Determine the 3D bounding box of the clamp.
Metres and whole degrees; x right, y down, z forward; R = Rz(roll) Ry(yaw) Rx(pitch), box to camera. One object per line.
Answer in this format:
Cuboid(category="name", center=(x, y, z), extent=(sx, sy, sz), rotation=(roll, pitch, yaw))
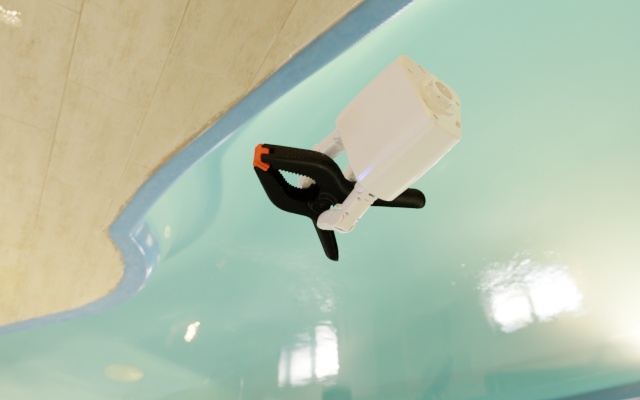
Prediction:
Cuboid(category="clamp", center=(0.000, 0.002, 0.582), extent=(0.210, 0.036, 0.165), rotation=(26, -50, -26))
